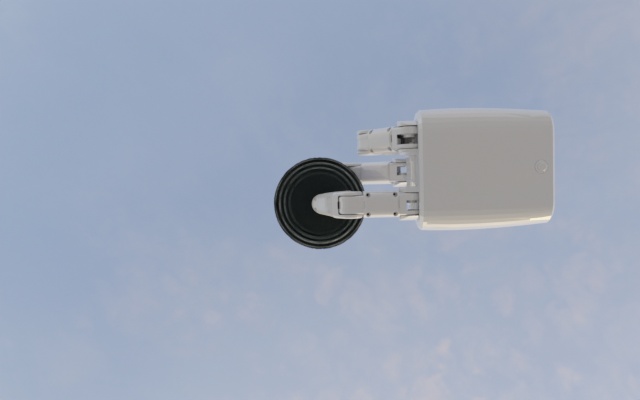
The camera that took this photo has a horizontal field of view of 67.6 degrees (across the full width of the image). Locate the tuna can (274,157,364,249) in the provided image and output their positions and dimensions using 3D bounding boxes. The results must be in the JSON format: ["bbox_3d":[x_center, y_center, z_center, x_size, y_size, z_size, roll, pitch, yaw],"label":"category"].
[{"bbox_3d":[0.000,0.001,0.458,0.086,0.086,0.034,0,5,2],"label":"tuna can"}]
